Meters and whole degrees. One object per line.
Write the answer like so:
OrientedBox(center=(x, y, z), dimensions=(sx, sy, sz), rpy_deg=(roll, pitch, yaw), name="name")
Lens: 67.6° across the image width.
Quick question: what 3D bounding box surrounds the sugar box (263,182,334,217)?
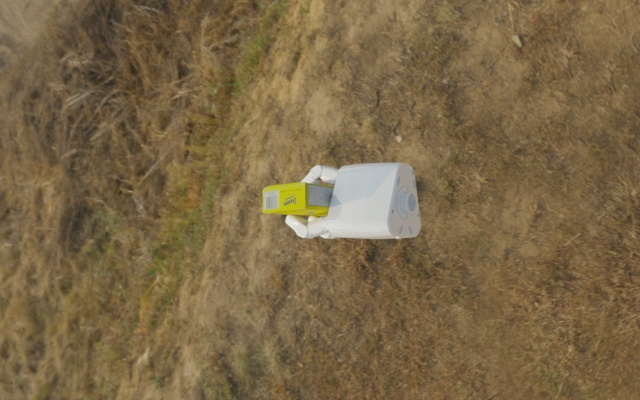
OrientedBox(center=(0.000, 0.003, 0.775), dimensions=(0.093, 0.048, 0.176), rpy_deg=(-5, -10, 40), name="sugar box")
